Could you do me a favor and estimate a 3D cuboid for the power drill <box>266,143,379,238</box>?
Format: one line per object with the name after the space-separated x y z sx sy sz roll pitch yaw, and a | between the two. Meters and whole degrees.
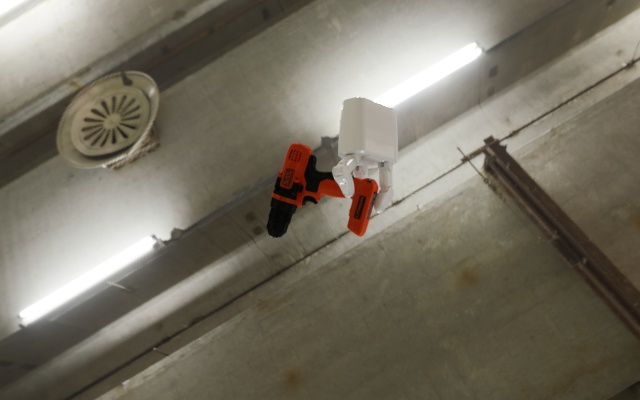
0.001 0.003 0.879 0.187 0.184 0.057 18 7 14 | power drill
